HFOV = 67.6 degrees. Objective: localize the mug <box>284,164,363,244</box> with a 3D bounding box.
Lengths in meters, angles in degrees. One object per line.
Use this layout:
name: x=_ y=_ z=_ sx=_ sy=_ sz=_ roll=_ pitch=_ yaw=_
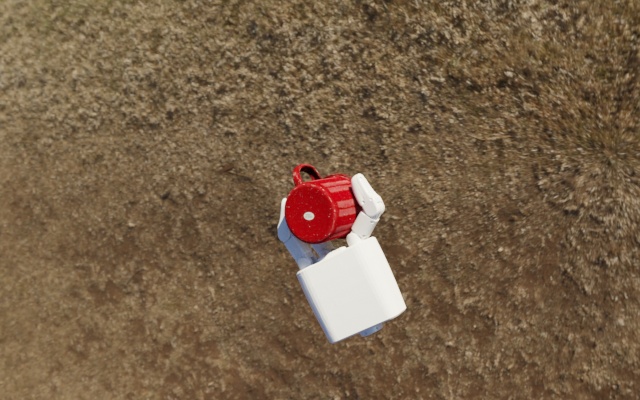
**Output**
mug: x=-0.001 y=0.001 z=0.640 sx=0.093 sy=0.117 sz=0.081 roll=-32 pitch=-10 yaw=30
